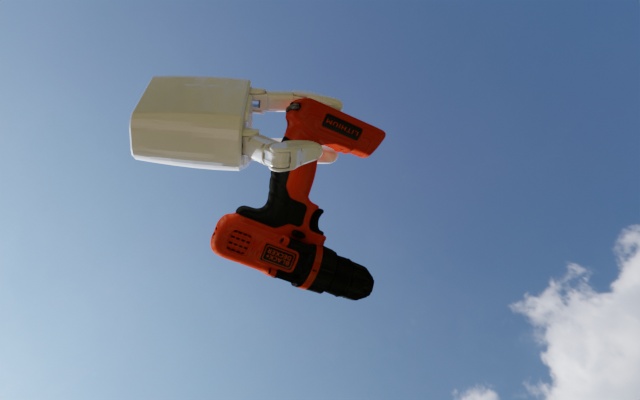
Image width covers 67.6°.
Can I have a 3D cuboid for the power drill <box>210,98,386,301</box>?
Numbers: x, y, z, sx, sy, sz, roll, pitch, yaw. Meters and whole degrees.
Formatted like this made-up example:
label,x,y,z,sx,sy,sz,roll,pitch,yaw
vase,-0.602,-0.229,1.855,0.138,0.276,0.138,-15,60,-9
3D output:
label,x,y,z,sx,sy,sz,roll,pitch,yaw
power drill,0.000,0.001,0.506,0.184,0.187,0.057,22,-2,-18
